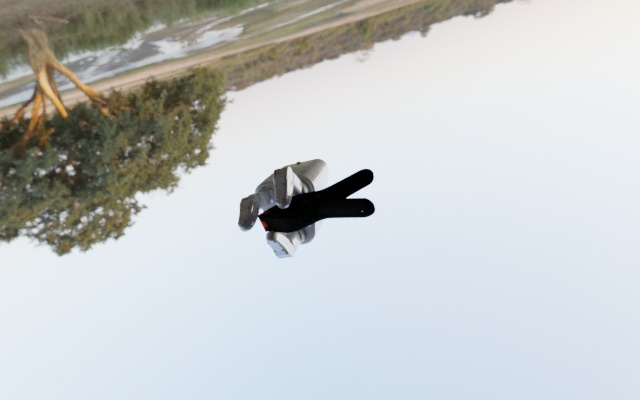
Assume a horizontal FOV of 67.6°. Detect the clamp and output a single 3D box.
[{"bbox_3d":[0.000,0.003,0.658,0.171,0.039,0.120,-11,18,20],"label":"clamp"}]
